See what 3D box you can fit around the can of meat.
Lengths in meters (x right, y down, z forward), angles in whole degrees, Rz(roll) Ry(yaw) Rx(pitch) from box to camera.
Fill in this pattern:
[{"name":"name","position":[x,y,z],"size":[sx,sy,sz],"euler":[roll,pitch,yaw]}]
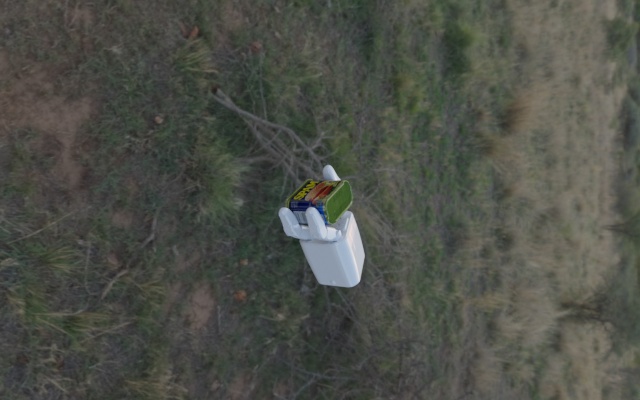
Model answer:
[{"name":"can of meat","position":[0.000,0.003,0.860],"size":[0.084,0.057,0.102],"euler":[1,30,33]}]
